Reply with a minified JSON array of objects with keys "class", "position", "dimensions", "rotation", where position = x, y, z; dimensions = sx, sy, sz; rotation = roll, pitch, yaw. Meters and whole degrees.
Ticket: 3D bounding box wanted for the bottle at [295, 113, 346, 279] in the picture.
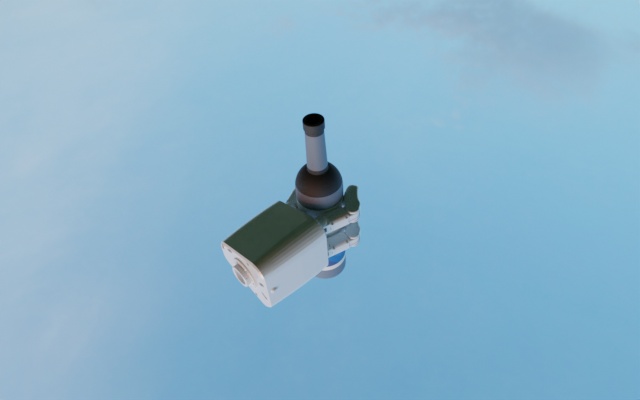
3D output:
[{"class":"bottle","position":[0.000,0.002,0.684],"dimensions":[0.069,0.069,0.296],"rotation":[0,-43,5]}]
